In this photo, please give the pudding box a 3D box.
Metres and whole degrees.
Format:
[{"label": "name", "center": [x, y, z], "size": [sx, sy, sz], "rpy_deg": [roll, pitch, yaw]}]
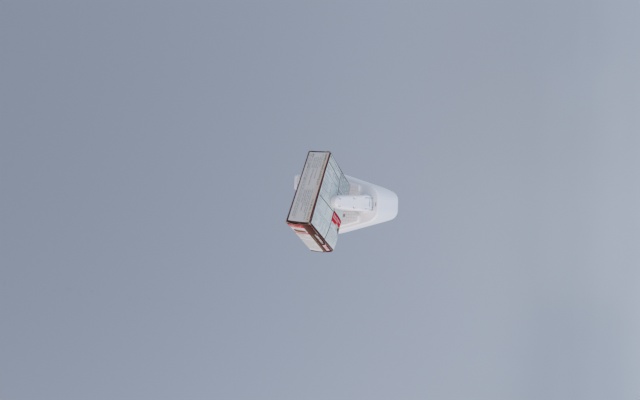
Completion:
[{"label": "pudding box", "center": [0.000, 0.002, 0.651], "size": [0.039, 0.113, 0.090], "rpy_deg": [1, -29, 26]}]
